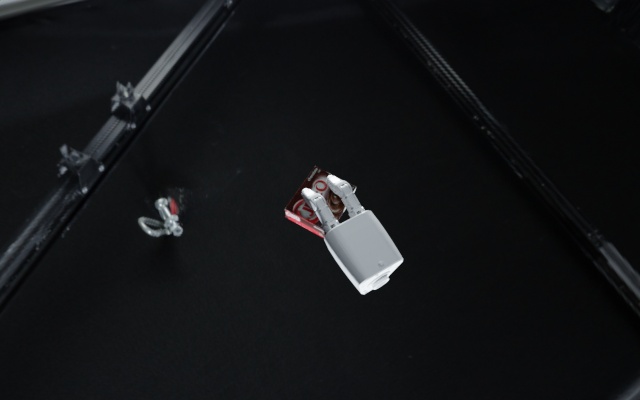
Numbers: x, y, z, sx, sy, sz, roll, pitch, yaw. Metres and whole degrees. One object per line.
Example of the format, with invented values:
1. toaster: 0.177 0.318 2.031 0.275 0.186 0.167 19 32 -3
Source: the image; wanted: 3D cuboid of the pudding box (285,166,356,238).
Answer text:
1. pudding box: 0.000 0.003 0.881 0.090 0.113 0.039 28 -30 11
